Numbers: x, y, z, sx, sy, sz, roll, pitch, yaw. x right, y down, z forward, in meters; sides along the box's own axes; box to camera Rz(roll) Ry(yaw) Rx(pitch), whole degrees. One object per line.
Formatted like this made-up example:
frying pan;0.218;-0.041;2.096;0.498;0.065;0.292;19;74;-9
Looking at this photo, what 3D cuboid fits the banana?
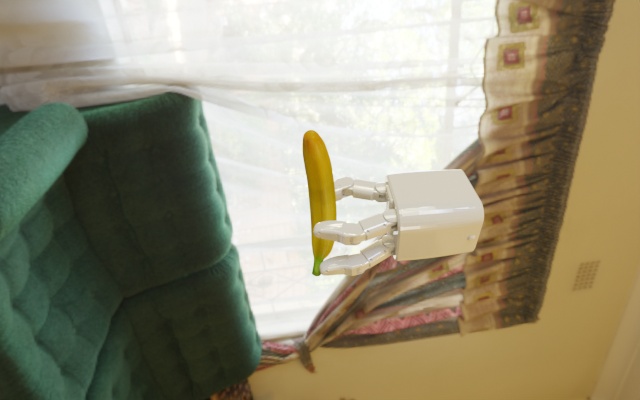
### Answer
banana;0.001;-0.003;0.614;0.037;0.198;0.069;-3;25;4
